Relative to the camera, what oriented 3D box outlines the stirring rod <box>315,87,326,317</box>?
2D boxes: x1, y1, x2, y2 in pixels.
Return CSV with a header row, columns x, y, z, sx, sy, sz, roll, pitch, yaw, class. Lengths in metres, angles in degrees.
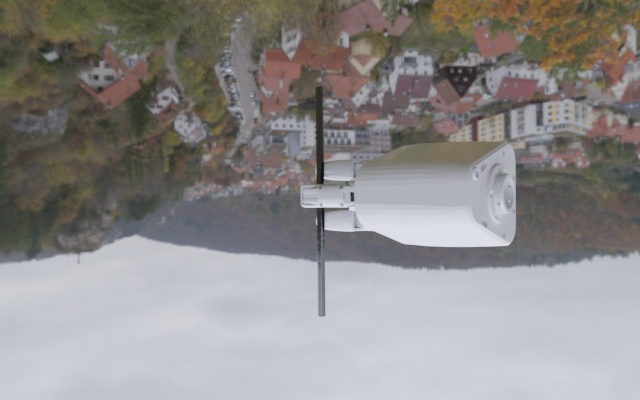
x,y,z,sx,sy,sz,roll,pitch,yaw,class
0.000,0.002,0.503,0.011,0.239,0.011,-1,1,0,stirring rod
